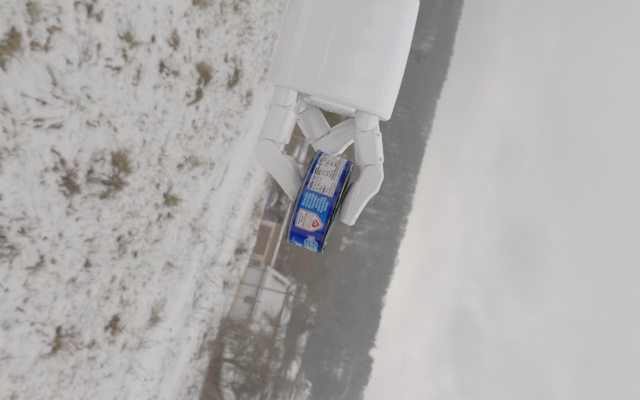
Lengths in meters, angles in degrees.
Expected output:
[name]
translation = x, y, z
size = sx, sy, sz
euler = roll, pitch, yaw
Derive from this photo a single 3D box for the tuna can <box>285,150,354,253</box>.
[tuna can]
translation = 0.001, 0.002, 0.417
size = 0.034, 0.086, 0.086
euler = 19, 1, 4
